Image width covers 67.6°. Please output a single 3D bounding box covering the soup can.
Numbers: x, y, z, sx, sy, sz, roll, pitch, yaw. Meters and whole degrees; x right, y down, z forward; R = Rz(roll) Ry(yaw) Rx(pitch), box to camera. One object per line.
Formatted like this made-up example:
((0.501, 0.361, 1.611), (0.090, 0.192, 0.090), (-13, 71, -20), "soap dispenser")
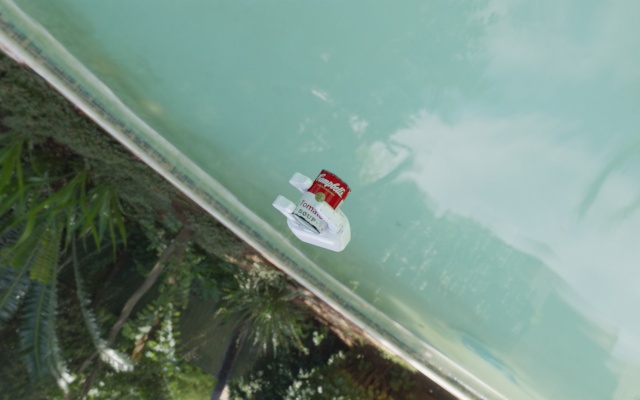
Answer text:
((0.000, 0.003, 0.876), (0.068, 0.102, 0.068), (35, -11, 8), "soup can")
